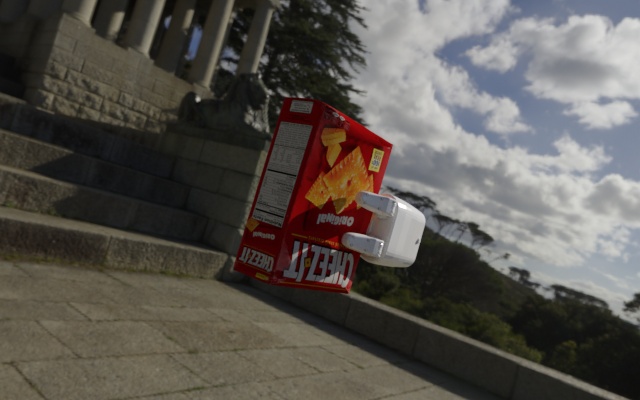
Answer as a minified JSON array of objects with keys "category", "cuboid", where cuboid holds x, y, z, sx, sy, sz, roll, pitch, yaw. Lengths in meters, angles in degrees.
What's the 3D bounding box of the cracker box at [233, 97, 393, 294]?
[{"category":"cracker box","cuboid":[0.000,0.002,0.597,0.072,0.213,0.164,14,-4,39]}]
